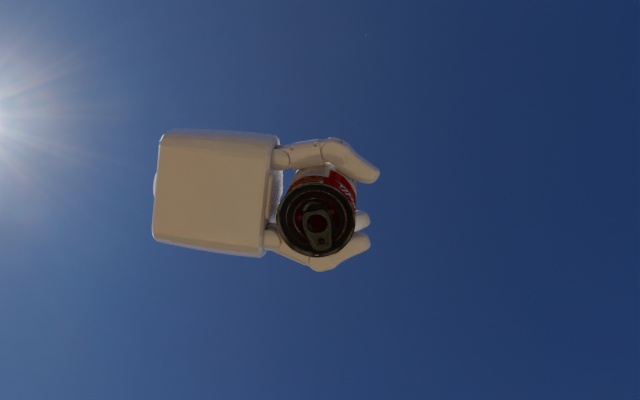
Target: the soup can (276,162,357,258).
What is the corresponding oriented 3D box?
[{"bbox_3d":[0.001,0.001,0.450,0.068,0.068,0.102,0,19,5],"label":"soup can"}]
